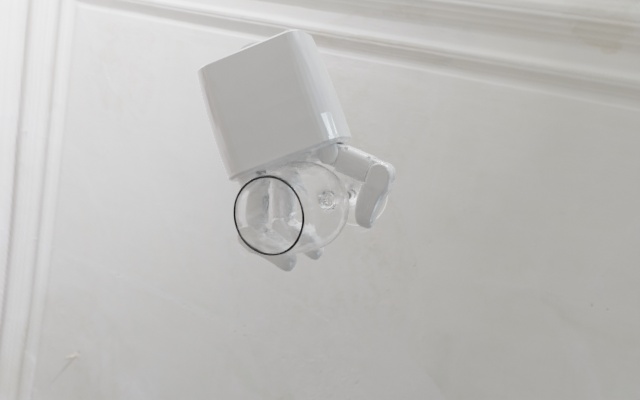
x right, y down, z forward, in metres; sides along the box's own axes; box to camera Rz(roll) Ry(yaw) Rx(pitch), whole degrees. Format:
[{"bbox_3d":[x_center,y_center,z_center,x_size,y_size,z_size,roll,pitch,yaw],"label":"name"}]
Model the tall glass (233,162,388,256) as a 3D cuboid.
[{"bbox_3d":[0.000,0.002,0.448,0.079,0.079,0.201,0,6,24],"label":"tall glass"}]
